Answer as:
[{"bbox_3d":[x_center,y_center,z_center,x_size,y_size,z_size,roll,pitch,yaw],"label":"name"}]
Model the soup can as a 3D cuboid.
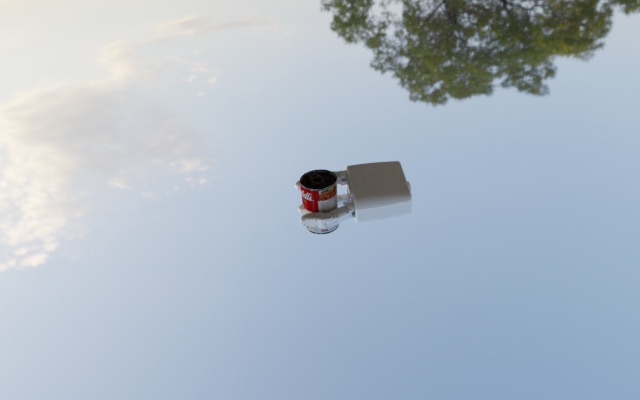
[{"bbox_3d":[0.000,0.003,0.879,0.068,0.102,0.068,-4,35,3],"label":"soup can"}]
